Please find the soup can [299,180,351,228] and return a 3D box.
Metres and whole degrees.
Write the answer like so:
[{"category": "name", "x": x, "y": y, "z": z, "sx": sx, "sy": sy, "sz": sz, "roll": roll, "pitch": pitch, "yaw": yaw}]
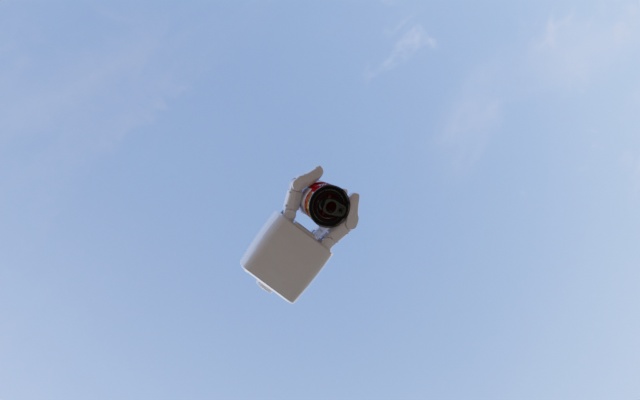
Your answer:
[{"category": "soup can", "x": 0.000, "y": 0.002, "z": 0.781, "sx": 0.068, "sy": 0.068, "sz": 0.102, "roll": 0, "pitch": 8, "yaw": -16}]
